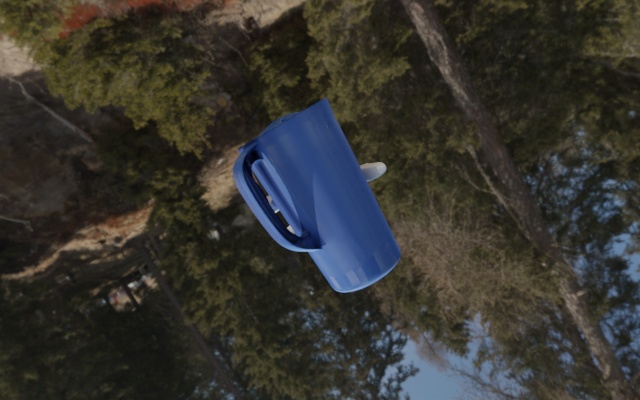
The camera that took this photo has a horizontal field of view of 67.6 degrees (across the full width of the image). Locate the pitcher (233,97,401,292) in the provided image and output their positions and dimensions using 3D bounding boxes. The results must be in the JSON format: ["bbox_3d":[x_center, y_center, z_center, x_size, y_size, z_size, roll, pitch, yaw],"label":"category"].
[{"bbox_3d":[0.000,0.002,0.633,0.149,0.243,0.145,-30,9,2],"label":"pitcher"}]
